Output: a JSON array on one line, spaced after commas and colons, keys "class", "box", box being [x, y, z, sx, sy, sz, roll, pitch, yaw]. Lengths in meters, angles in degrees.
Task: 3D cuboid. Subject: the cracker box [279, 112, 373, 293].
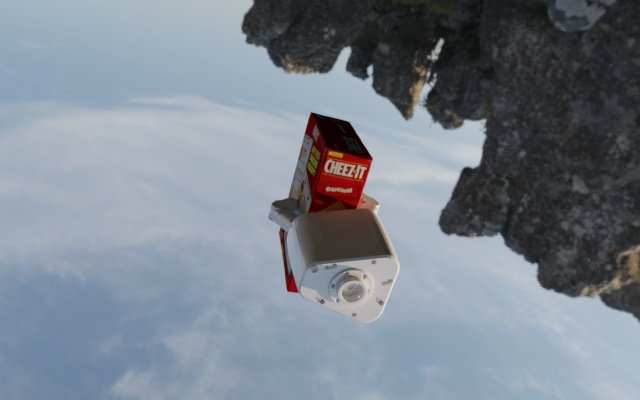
[{"class": "cracker box", "box": [0.000, 0.002, 0.685, 0.072, 0.214, 0.164, 11, 24, -14]}]
